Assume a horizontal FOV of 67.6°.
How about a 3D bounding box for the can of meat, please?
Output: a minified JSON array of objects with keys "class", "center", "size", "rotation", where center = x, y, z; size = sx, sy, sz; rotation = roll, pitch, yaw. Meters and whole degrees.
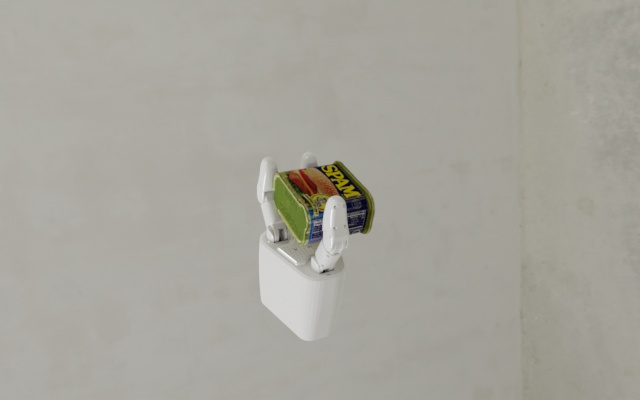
[{"class":"can of meat","center":[0.000,0.002,0.553],"size":[0.084,0.057,0.102],"rotation":[-11,39,-25]}]
